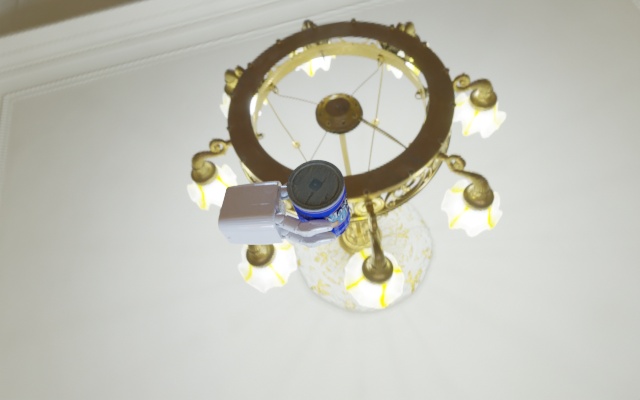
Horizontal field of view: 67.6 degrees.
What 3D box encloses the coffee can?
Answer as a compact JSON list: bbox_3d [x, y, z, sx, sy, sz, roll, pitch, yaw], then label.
[{"bbox_3d":[0.000,0.003,0.896,0.103,0.102,0.140,0,-27,9],"label":"coffee can"}]
